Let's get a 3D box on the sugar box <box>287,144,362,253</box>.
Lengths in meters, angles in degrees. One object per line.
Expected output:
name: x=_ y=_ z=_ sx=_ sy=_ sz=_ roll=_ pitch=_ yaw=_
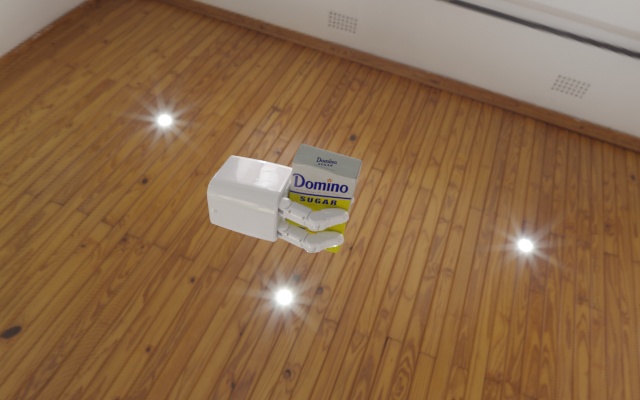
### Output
sugar box: x=0.000 y=0.003 z=0.718 sx=0.093 sy=0.048 sz=0.176 roll=16 pitch=-39 yaw=6
